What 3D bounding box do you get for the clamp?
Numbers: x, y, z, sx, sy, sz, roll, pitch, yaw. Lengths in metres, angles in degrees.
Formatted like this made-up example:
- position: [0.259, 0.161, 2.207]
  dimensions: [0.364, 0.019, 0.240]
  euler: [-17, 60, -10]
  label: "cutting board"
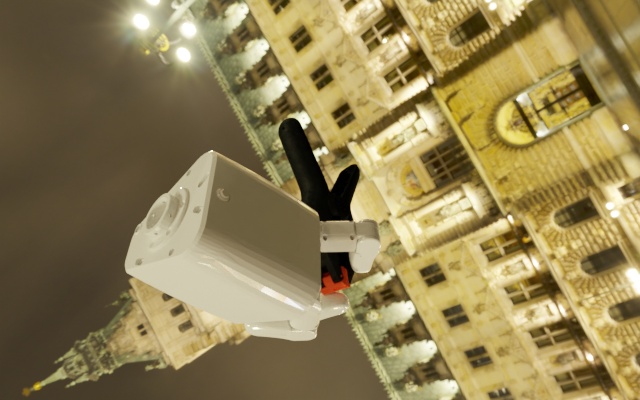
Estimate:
- position: [0.000, 0.002, 0.459]
  dimensions: [0.039, 0.171, 0.120]
  euler: [-33, -50, 32]
  label: "clamp"
